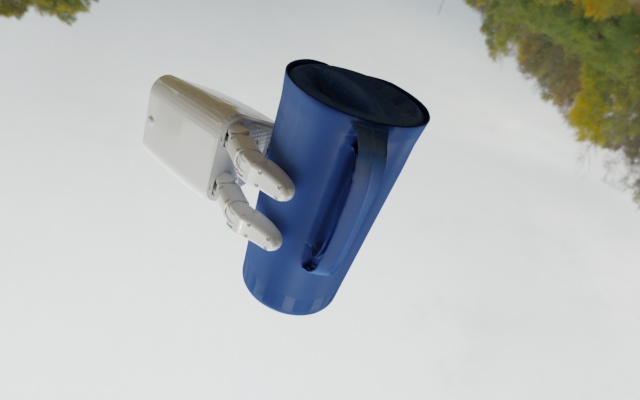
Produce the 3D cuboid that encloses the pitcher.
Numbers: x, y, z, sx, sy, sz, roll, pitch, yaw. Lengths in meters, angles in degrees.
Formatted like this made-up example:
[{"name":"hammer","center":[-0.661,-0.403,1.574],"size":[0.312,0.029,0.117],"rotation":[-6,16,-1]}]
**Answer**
[{"name":"pitcher","center":[0.000,0.001,0.465],"size":[0.145,0.243,0.149],"rotation":[35,33,23]}]
